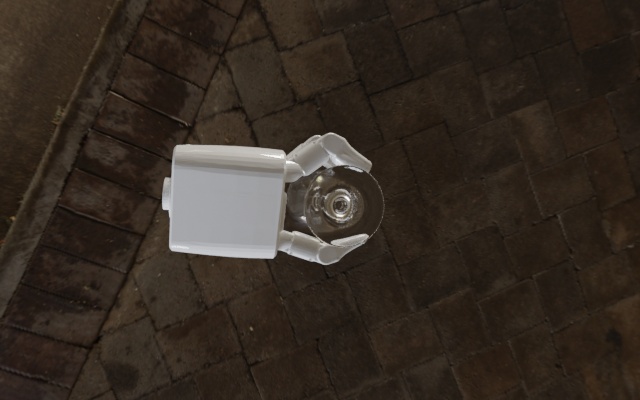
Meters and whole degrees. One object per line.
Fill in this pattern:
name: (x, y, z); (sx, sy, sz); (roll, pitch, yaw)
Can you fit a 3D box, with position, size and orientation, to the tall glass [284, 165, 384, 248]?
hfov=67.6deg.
tall glass: (0.000, 0.002, 0.520); (0.079, 0.079, 0.201); (0, 2, -12)
